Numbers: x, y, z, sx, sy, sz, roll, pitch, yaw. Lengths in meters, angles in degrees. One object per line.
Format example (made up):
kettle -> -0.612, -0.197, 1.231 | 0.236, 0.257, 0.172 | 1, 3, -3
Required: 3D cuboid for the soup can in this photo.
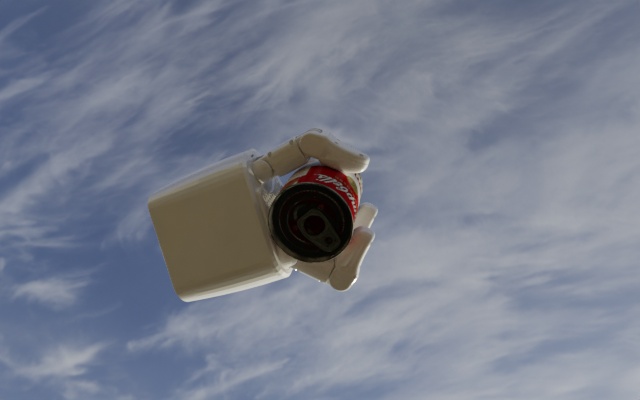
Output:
soup can -> 0.001, 0.001, 0.417 | 0.068, 0.068, 0.102 | 0, 20, 10
